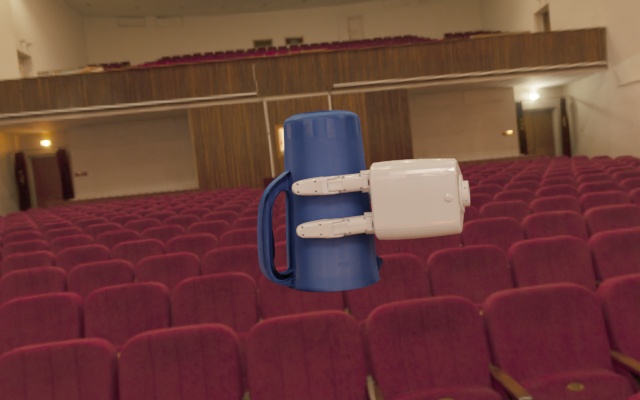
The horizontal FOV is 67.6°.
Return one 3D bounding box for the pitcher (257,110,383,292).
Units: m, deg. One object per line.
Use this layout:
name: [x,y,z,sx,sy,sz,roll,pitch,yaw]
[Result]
pitcher: [0.000,0.002,0.670,0.145,0.243,0.149,-4,3,20]
